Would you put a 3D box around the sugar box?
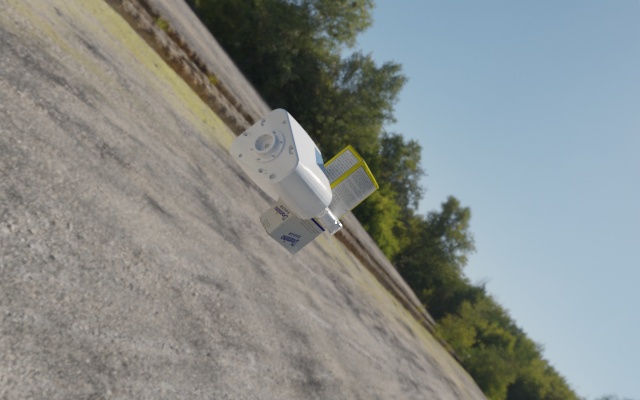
[{"bbox_3d":[0.000,0.002,0.733,0.176,0.048,0.093,-36,-34,3],"label":"sugar box"}]
